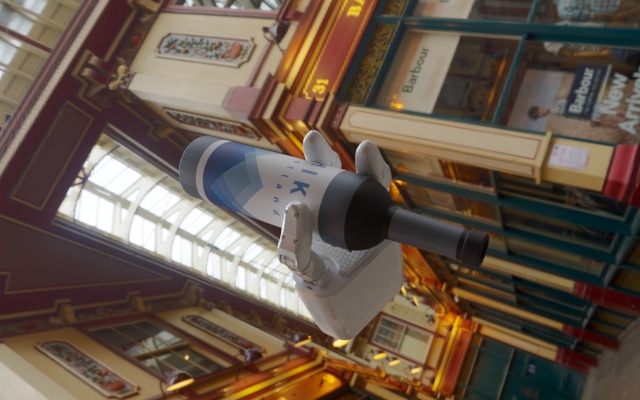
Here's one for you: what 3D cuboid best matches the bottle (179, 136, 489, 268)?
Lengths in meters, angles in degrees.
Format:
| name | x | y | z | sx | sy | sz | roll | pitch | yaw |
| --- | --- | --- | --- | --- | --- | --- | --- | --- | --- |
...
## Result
| name | x | y | z | sx | sy | sz | roll | pitch | yaw |
| --- | --- | --- | --- | --- | --- | --- | --- | --- | --- |
| bottle | 0.000 | 0.001 | 0.432 | 0.295 | 0.069 | 0.069 | 17 | 8 | 29 |
